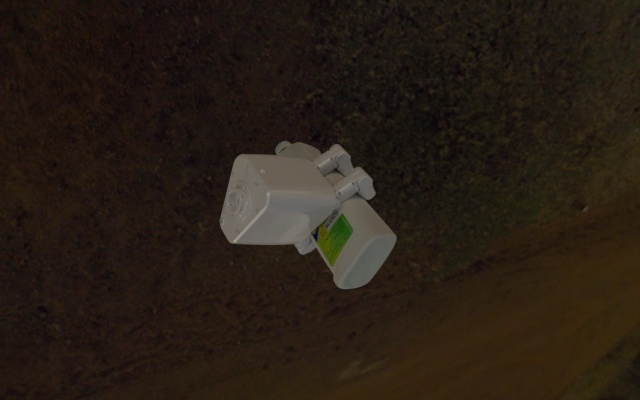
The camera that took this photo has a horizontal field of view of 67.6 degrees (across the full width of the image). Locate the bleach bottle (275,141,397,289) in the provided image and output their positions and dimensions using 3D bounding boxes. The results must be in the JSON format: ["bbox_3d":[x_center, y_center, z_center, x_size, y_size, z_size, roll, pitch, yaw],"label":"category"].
[{"bbox_3d":[0.000,0.002,0.691,0.068,0.103,0.250,3,37,-42],"label":"bleach bottle"}]
